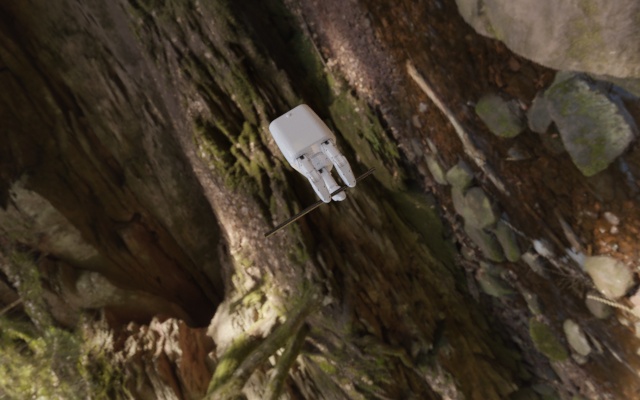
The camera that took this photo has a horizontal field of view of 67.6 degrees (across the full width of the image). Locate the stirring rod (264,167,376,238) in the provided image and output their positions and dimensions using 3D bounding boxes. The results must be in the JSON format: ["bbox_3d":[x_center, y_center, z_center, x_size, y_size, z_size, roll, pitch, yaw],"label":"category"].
[{"bbox_3d":[0.000,0.003,0.886,0.239,0.011,0.011,-32,3,-5],"label":"stirring rod"}]
